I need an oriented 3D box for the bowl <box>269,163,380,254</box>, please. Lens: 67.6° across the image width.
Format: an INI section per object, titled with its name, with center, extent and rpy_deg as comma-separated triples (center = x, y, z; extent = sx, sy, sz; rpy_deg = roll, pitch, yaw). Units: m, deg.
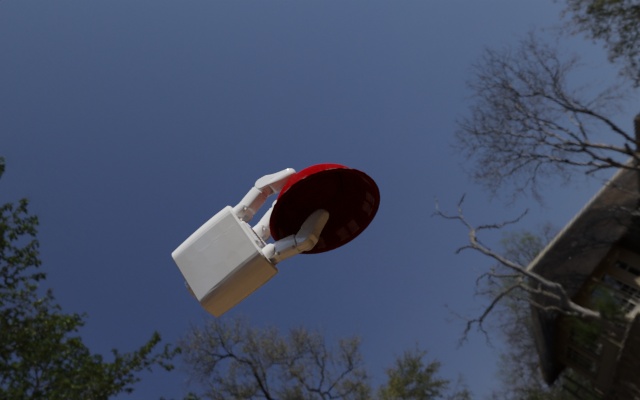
[bowl]
center = 0.001, 0.001, 0.676
extent = 0.162, 0.162, 0.055
rpy_deg = 0, 42, -24
